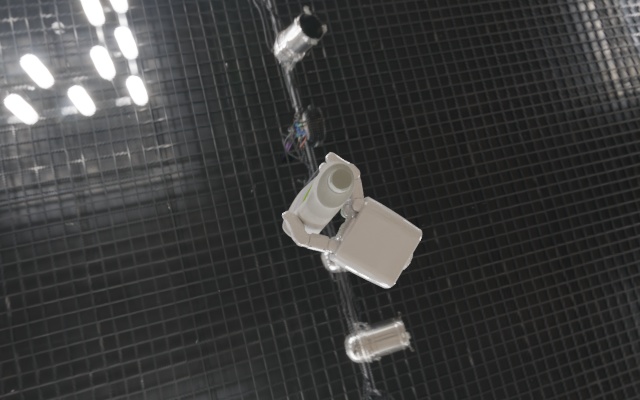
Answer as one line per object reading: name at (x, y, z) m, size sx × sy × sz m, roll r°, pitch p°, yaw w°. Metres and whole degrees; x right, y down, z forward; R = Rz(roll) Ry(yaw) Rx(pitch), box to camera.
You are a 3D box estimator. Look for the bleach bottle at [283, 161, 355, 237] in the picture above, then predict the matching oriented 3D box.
bleach bottle at (0.000, 0.002, 0.747) m, size 0.068 × 0.102 × 0.251 m, roll 28°, pitch -15°, yaw -5°
